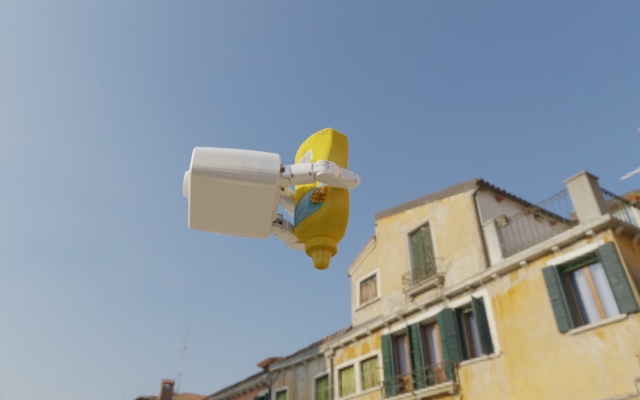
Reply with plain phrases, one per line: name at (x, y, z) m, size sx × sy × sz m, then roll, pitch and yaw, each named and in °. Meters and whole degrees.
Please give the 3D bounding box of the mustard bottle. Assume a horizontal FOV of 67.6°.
mustard bottle at (0.000, 0.002, 0.637) m, size 0.058 × 0.191 × 0.096 m, roll 22°, pitch -40°, yaw -29°
